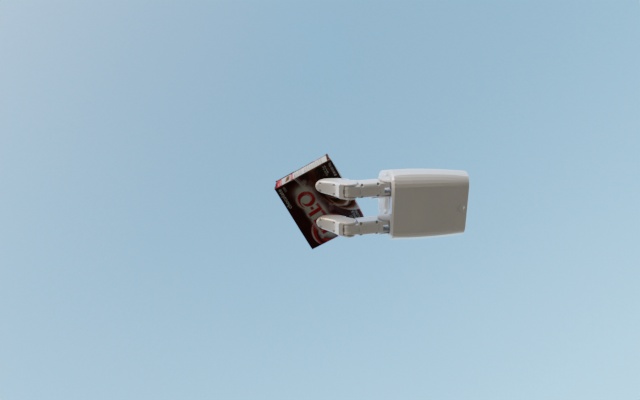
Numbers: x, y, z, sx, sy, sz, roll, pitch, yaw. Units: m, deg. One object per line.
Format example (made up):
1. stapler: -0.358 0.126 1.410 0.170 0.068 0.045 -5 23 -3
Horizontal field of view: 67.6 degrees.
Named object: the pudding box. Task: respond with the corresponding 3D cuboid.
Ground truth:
1. pudding box: 0.000 0.002 0.685 0.090 0.113 0.039 -28 19 7
